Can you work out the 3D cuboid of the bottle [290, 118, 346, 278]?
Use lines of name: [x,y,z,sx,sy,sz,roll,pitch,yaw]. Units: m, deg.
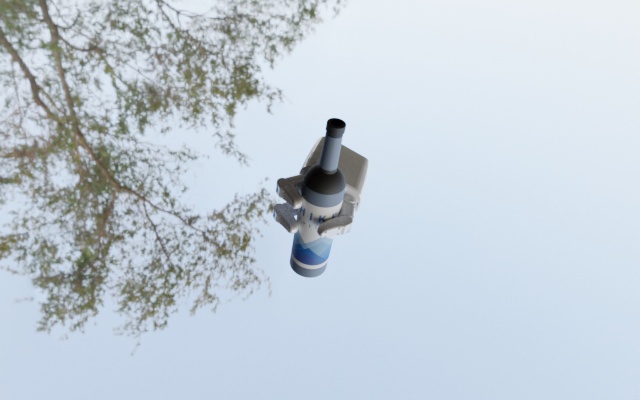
bottle: [0.000,0.003,0.753,0.069,0.296,0.069,7,41,-6]
